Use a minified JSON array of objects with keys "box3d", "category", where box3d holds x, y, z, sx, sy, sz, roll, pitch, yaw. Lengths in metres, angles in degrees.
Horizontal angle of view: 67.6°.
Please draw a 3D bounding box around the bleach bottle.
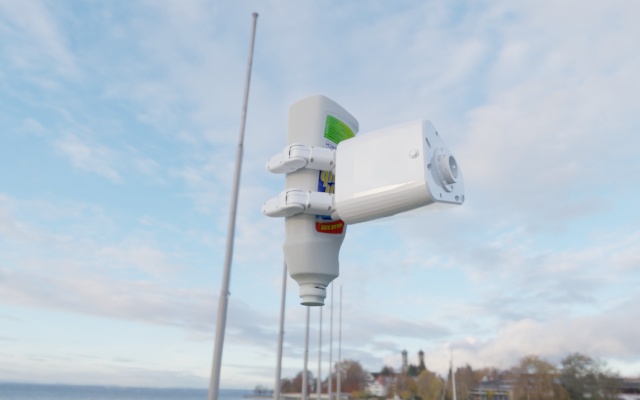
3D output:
[{"box3d":[0.000,0.002,0.580,0.068,0.250,0.102,-14,-27,34],"category":"bleach bottle"}]
